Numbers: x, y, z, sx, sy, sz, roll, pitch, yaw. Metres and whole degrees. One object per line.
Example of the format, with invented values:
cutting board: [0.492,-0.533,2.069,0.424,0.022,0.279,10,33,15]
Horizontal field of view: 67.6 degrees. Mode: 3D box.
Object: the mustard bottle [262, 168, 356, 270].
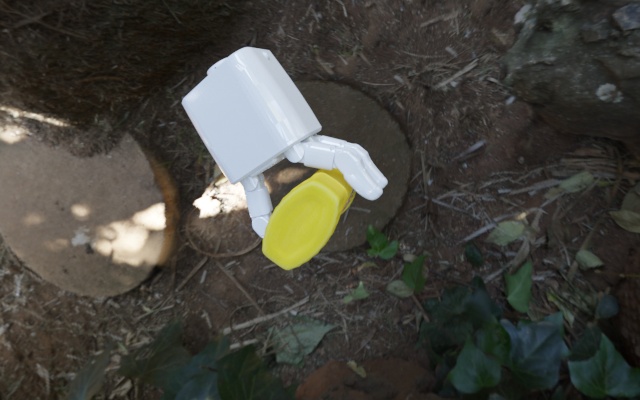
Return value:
mustard bottle: [0.000,0.002,0.528,0.058,0.096,0.191,35,19,2]
